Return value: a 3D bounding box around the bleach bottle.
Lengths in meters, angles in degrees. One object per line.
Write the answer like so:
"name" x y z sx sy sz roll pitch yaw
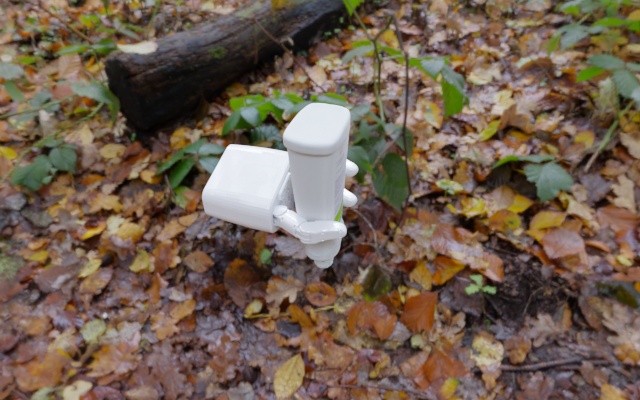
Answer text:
"bleach bottle" 0.000 0.002 0.647 0.068 0.251 0.102 12 41 15
